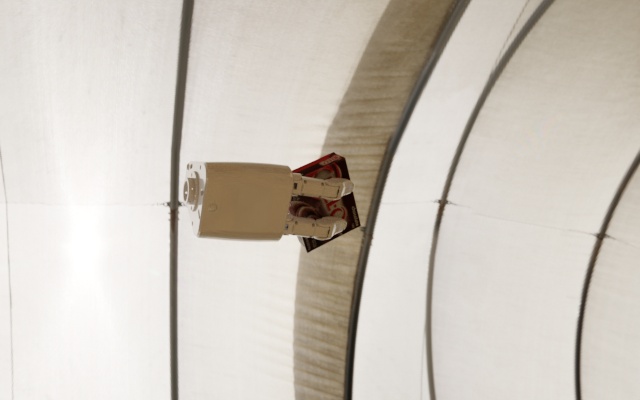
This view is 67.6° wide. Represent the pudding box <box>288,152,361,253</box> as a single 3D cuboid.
[{"bbox_3d":[0.000,0.002,0.653,0.090,0.114,0.039,-25,32,-17],"label":"pudding box"}]
